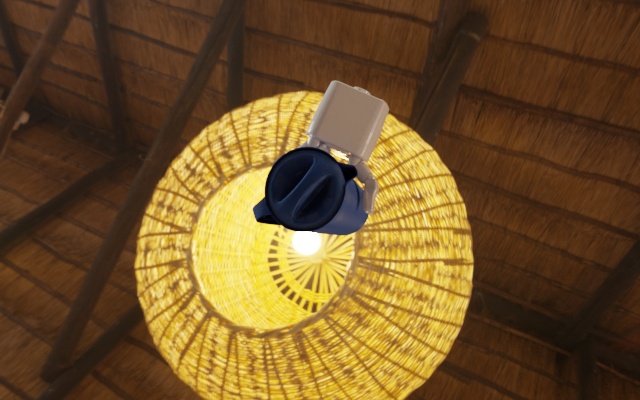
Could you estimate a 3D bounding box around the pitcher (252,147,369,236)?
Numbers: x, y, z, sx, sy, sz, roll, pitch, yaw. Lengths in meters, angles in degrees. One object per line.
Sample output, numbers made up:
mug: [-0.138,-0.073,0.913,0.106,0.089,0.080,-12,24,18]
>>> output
pitcher: [0.000,0.003,0.837,0.149,0.145,0.243,22,-1,20]
